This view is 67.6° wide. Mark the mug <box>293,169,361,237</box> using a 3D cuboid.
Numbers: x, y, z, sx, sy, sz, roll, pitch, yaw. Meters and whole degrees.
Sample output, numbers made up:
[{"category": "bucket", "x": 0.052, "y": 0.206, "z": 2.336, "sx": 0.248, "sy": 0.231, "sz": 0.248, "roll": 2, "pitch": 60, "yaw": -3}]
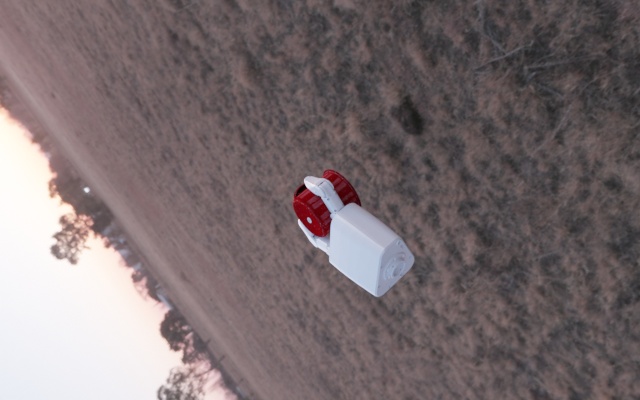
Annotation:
[{"category": "mug", "x": -0.001, "y": 0.002, "z": 0.812, "sx": 0.081, "sy": 0.093, "sz": 0.117, "roll": -38, "pitch": 49, "yaw": -21}]
